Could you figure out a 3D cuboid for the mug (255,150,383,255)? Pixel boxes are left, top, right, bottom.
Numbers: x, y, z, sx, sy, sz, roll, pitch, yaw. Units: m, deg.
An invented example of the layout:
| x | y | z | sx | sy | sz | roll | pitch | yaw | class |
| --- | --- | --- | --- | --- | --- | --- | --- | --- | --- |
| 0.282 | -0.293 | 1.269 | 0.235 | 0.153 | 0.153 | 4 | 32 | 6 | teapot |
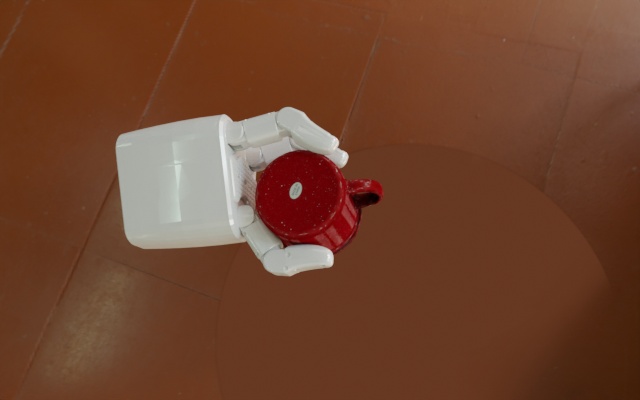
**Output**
| x | y | z | sx | sy | sz | roll | pitch | yaw | class |
| --- | --- | --- | --- | --- | --- | --- | --- | --- | --- |
| 0.001 | 0.001 | 0.444 | 0.117 | 0.093 | 0.081 | -9 | -16 | 9 | mug |
